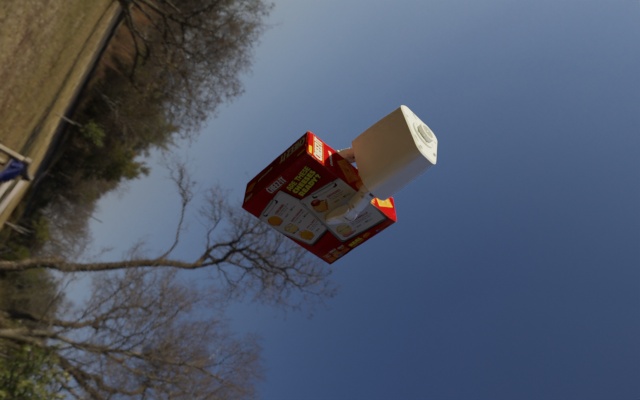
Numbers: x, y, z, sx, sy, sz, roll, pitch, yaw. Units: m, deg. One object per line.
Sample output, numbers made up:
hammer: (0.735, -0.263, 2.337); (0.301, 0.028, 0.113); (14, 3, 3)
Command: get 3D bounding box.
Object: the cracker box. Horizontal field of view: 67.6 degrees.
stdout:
cracker box: (0.000, 0.003, 0.828); (0.214, 0.072, 0.164); (36, -57, -28)
